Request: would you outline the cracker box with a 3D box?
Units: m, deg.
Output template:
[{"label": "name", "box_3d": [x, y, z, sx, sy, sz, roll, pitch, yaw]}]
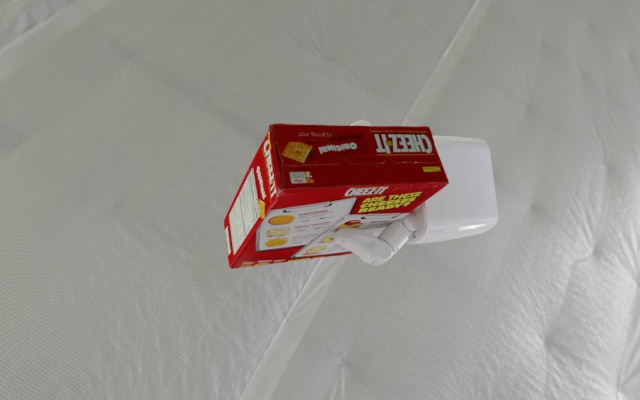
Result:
[{"label": "cracker box", "box_3d": [0.000, 0.002, 0.499, 0.164, 0.072, 0.214, -4, -23, -24]}]
